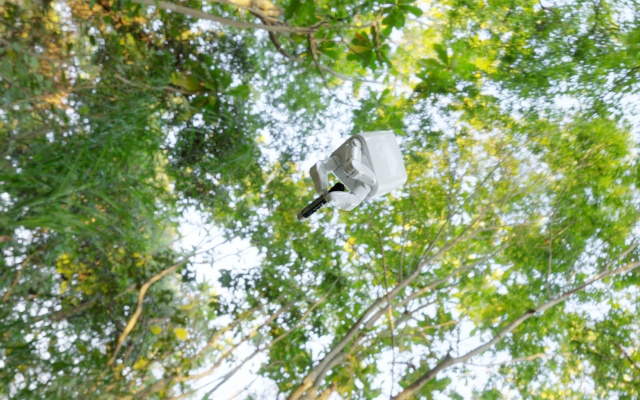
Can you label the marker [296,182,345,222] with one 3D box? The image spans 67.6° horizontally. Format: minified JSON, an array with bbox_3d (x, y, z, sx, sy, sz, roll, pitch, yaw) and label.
[{"bbox_3d":[0.000,0.003,0.818,0.020,0.020,0.121,0,-27,-42],"label":"marker"}]
